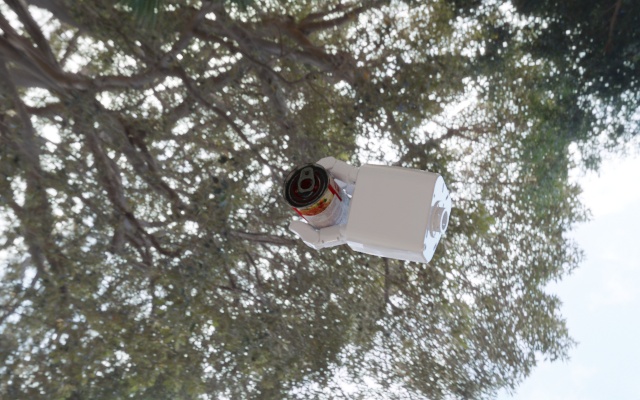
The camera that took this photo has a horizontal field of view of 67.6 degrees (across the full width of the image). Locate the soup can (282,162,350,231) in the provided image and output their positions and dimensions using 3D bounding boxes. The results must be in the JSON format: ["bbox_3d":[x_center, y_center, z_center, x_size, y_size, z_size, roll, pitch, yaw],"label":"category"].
[{"bbox_3d":[0.000,0.002,0.663,0.068,0.068,0.102,0,-27,27],"label":"soup can"}]
